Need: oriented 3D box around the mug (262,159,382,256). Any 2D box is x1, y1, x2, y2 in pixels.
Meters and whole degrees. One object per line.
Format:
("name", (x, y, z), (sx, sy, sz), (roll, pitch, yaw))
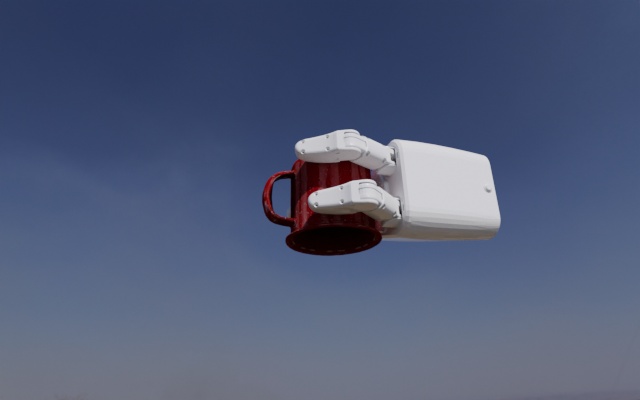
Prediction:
("mug", (-0.001, 0.001, 0.469), (0.117, 0.081, 0.093), (6, -24, -18))
